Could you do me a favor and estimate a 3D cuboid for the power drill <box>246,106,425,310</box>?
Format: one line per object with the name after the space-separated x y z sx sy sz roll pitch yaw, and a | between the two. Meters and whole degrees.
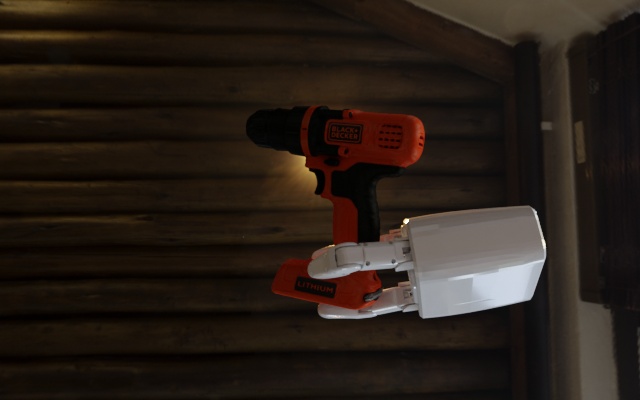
0.000 0.002 0.468 0.184 0.187 0.057 8 5 25 | power drill
